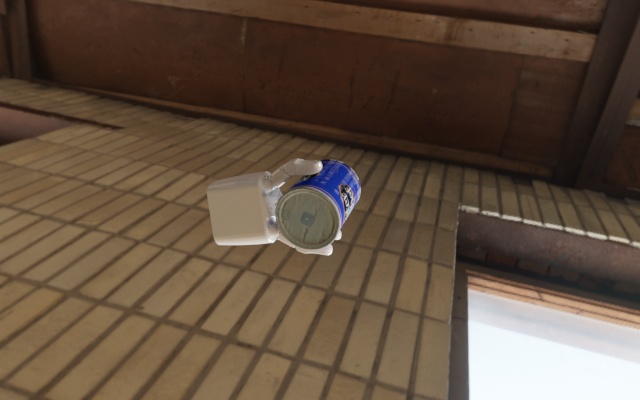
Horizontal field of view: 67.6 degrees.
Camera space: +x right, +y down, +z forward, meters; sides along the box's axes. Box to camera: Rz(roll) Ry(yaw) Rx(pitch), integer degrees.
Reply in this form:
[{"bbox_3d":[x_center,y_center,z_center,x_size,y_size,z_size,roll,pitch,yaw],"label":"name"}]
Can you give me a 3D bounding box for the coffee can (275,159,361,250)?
[{"bbox_3d":[0.000,0.003,0.773,0.103,0.103,0.140,0,22,19],"label":"coffee can"}]
